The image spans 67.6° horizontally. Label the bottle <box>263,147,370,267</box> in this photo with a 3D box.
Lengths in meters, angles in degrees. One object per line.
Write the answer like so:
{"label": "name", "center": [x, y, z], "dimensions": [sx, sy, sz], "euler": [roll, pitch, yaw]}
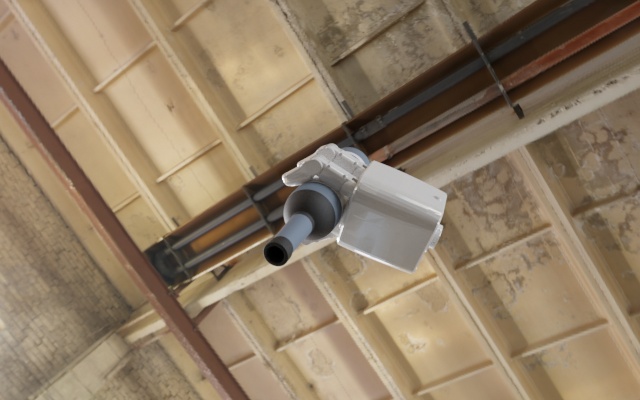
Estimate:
{"label": "bottle", "center": [0.000, 0.002, 0.604], "dimensions": [0.069, 0.069, 0.295], "euler": [0, 21, 19]}
